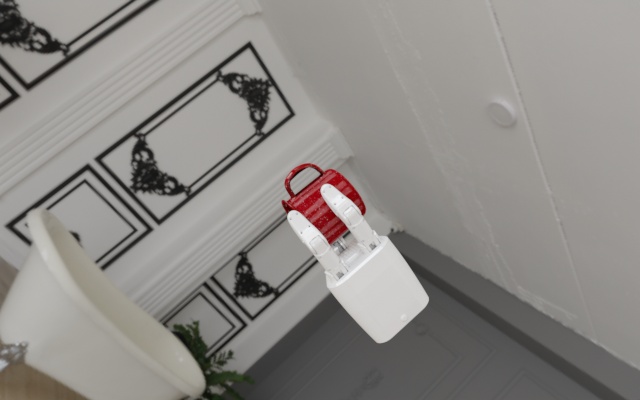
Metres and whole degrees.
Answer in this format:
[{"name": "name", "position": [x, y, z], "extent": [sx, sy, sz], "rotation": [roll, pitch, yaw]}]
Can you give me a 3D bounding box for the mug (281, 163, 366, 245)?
[{"name": "mug", "position": [-0.001, 0.001, 0.644], "extent": [0.081, 0.117, 0.093], "rotation": [-39, 14, -11]}]
